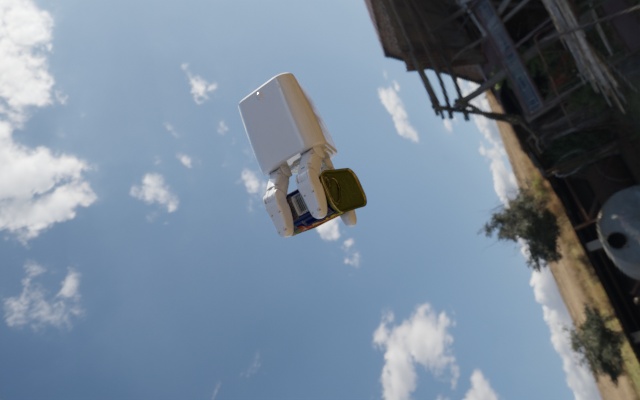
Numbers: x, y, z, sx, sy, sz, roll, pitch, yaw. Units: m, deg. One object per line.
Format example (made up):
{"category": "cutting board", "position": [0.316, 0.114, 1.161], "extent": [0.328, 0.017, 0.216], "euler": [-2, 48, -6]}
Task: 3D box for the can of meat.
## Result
{"category": "can of meat", "position": [0.000, 0.002, 0.627], "extent": [0.084, 0.057, 0.102], "euler": [-27, -7, 28]}
